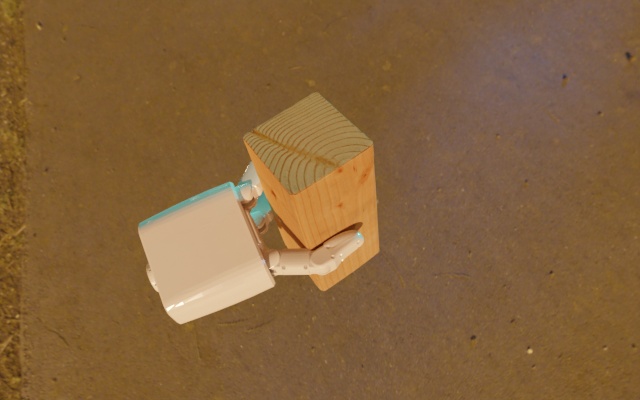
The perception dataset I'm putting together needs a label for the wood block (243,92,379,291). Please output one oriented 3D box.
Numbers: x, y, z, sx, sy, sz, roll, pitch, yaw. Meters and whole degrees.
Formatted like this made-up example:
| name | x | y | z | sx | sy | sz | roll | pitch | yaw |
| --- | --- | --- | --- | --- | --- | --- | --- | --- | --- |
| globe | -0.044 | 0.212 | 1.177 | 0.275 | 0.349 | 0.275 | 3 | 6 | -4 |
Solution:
| name | x | y | z | sx | sy | sz | roll | pitch | yaw |
| --- | --- | --- | --- | --- | --- | --- | --- | --- | --- |
| wood block | 0.000 | 0.002 | 0.516 | 0.090 | 0.090 | 0.206 | -34 | -32 | -13 |
